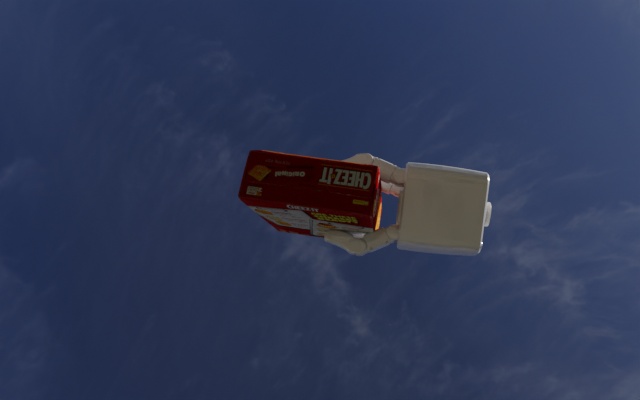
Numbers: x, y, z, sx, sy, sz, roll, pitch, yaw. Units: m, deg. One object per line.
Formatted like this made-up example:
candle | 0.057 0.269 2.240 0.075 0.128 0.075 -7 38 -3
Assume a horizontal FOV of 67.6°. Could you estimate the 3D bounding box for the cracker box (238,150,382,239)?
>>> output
cracker box | 0.000 0.002 0.662 0.164 0.072 0.214 7 -13 10
